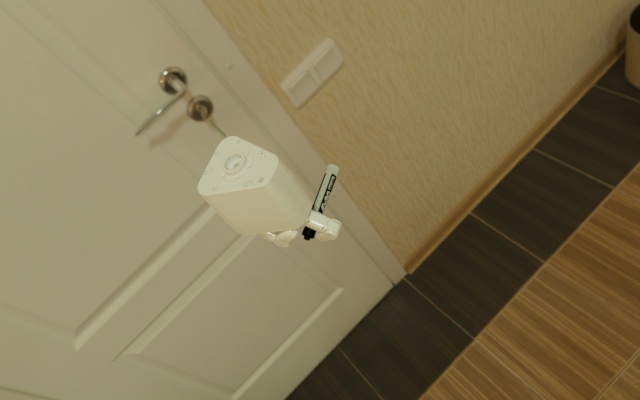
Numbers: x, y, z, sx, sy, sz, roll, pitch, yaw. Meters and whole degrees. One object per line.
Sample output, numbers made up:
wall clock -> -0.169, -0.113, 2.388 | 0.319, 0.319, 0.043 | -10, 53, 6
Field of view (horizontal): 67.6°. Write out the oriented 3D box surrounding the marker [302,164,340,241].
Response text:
marker -> 0.000, 0.002, 0.688 | 0.020, 0.121, 0.020 | 18, -23, 8
